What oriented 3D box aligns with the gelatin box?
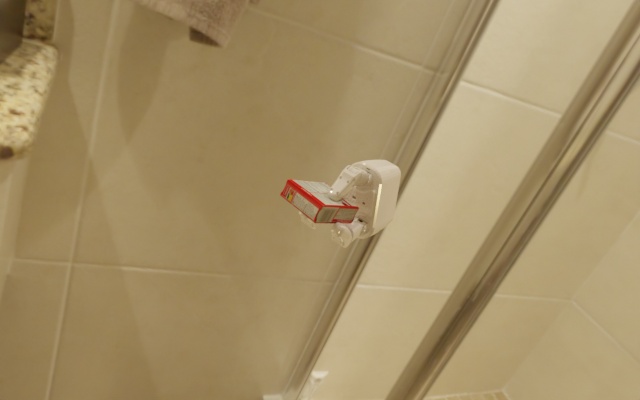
[{"bbox_3d":[0.000,0.002,0.665,0.073,0.030,0.089,37,20,32],"label":"gelatin box"}]
